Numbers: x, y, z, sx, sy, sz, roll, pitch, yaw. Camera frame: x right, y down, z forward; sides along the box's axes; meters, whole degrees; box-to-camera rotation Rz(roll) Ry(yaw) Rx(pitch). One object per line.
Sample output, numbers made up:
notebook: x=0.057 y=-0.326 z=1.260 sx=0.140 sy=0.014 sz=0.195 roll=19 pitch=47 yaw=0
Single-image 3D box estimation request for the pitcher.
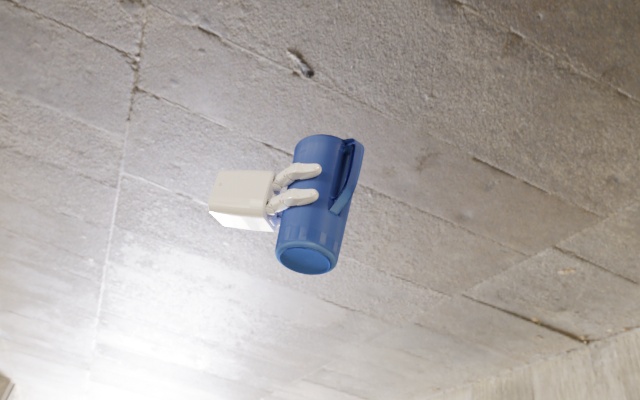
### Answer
pitcher: x=0.000 y=0.003 z=0.862 sx=0.145 sy=0.242 sz=0.149 roll=4 pitch=-37 yaw=10
